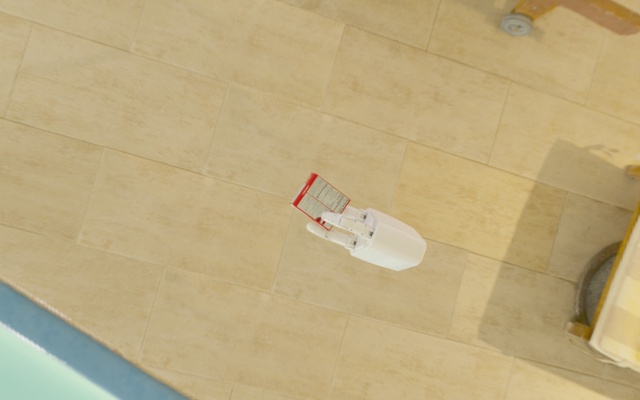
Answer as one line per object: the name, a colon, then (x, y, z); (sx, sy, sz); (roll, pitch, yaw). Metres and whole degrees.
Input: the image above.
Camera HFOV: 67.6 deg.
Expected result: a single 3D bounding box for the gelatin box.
gelatin box: (0.000, 0.003, 0.887); (0.089, 0.073, 0.030); (36, -6, -16)
